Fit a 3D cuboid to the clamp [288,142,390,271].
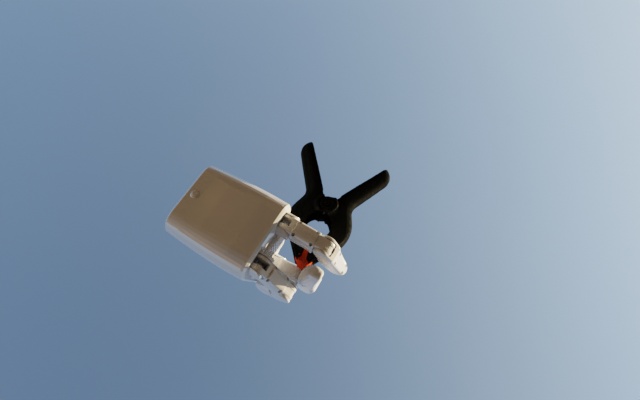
[{"bbox_3d":[0.000,0.002,0.593,0.120,0.171,0.039,26,-31,15],"label":"clamp"}]
